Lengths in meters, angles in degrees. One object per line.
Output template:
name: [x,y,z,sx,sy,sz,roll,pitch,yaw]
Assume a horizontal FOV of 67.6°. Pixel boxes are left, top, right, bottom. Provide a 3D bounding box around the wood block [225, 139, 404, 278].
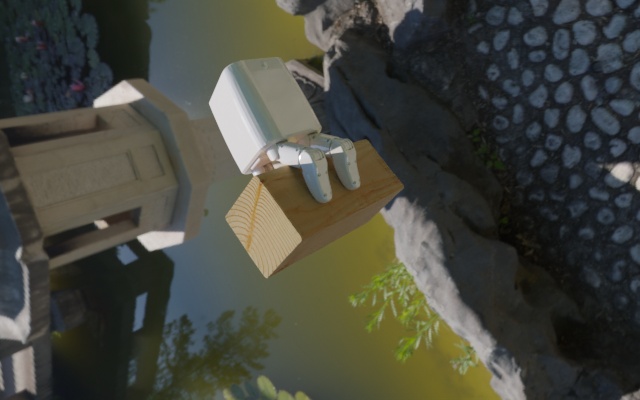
wood block: [0.000,0.002,0.595,0.206,0.090,0.091,-24,-18,-46]
